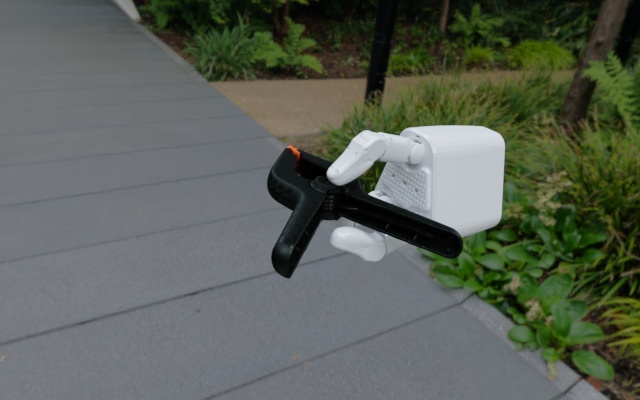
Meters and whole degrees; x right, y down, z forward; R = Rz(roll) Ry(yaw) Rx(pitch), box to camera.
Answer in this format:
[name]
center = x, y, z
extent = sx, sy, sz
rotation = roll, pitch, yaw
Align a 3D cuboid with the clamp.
[clamp]
center = 0.000, 0.000, 0.431
extent = 0.164, 0.036, 0.210
rotation = -6, 29, -31
